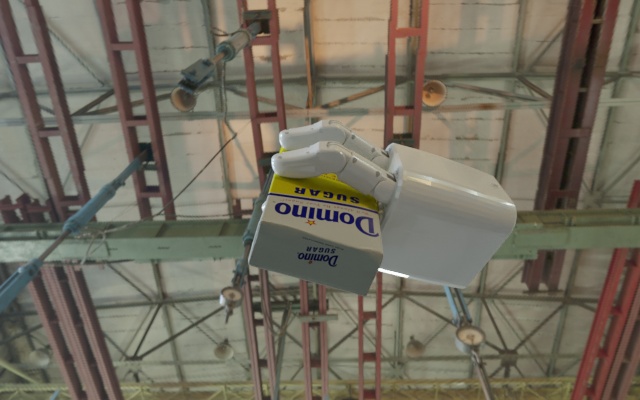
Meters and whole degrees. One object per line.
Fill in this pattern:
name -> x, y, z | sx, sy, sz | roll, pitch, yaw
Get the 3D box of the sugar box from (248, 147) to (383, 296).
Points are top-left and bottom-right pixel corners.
sugar box -> 0.000, 0.001, 0.412 | 0.093, 0.048, 0.176 | 16, 25, -7
